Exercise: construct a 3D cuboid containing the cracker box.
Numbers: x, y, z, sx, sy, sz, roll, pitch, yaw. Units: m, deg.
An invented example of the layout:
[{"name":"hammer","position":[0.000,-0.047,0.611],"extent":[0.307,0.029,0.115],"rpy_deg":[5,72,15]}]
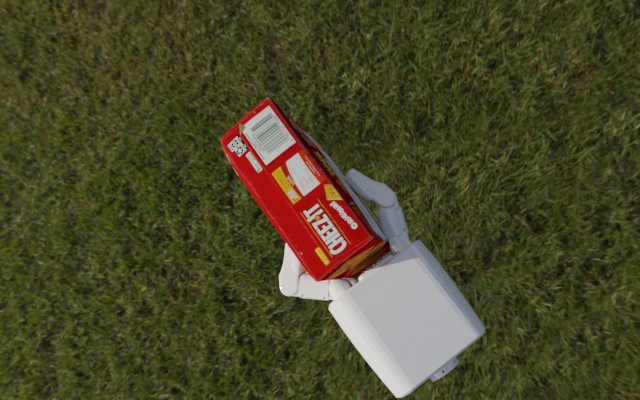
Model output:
[{"name":"cracker box","position":[0.000,0.002,0.515],"extent":[0.072,0.164,0.214],"rpy_deg":[-38,-15,7]}]
